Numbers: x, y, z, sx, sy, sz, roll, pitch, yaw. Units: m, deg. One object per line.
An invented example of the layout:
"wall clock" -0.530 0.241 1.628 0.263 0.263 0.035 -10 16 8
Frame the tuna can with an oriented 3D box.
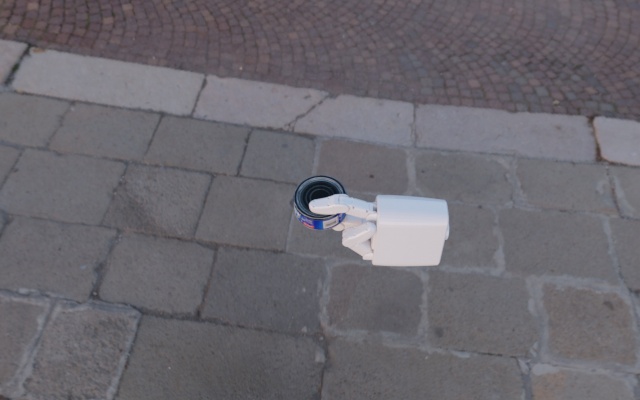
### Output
"tuna can" 0.000 0.002 0.750 0.086 0.086 0.034 0 -33 3
